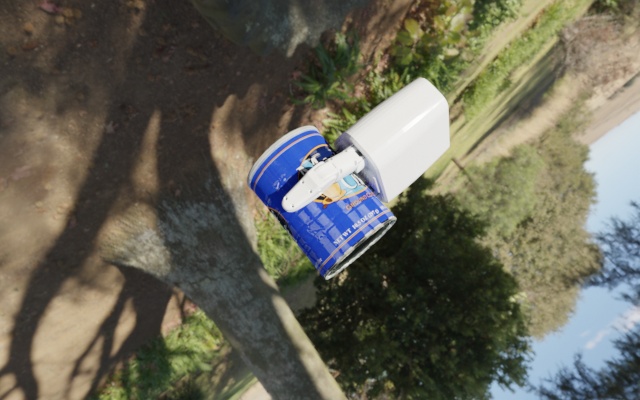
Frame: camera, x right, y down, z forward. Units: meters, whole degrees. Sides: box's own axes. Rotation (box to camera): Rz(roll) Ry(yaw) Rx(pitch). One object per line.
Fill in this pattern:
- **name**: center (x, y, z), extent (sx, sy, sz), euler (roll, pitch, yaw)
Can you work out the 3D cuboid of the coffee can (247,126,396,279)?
- **coffee can**: center (0.000, 0.002, 0.535), extent (0.103, 0.140, 0.103), euler (-38, -13, -10)
